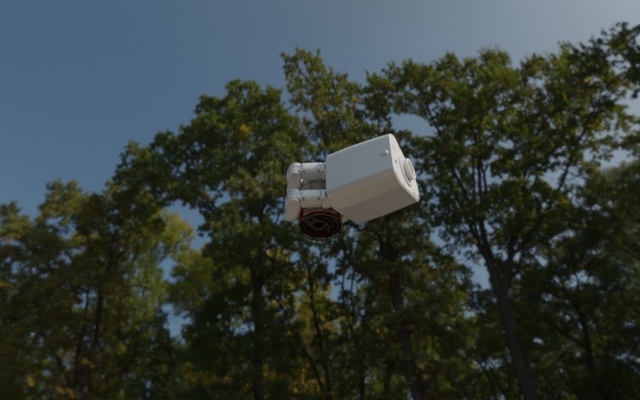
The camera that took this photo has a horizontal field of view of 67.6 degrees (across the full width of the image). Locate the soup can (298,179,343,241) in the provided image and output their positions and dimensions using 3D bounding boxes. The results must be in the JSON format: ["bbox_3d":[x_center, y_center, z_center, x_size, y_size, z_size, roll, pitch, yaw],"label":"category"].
[{"bbox_3d":[0.000,0.002,0.746,0.068,0.102,0.069,0,-39,0],"label":"soup can"}]
